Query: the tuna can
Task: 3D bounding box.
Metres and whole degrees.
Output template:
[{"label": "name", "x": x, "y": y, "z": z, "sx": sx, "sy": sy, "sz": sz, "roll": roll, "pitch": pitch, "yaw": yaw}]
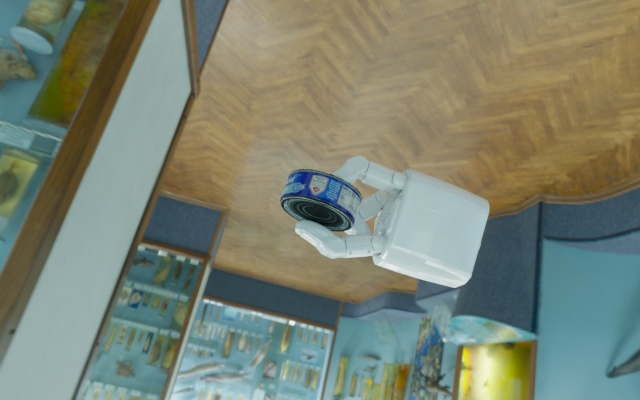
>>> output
[{"label": "tuna can", "x": 0.000, "y": 0.002, "z": 0.521, "sx": 0.086, "sy": 0.033, "sz": 0.086, "roll": 17, "pitch": -22, "yaw": 7}]
